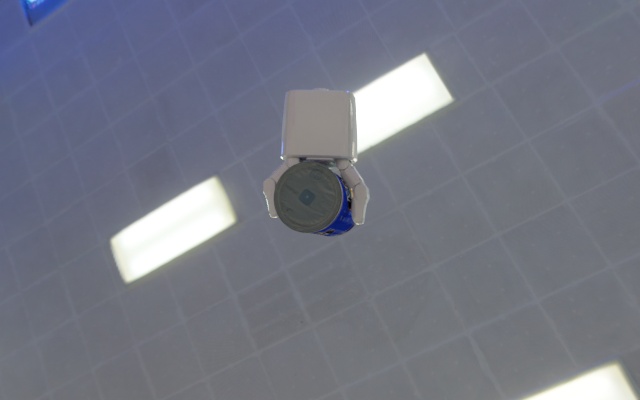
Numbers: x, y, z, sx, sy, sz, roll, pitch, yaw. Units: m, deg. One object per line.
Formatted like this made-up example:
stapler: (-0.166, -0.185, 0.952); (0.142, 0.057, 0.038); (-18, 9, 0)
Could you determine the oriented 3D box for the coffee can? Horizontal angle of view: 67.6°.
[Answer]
coffee can: (0.000, 0.003, 0.744); (0.103, 0.103, 0.140); (0, -6, 16)
